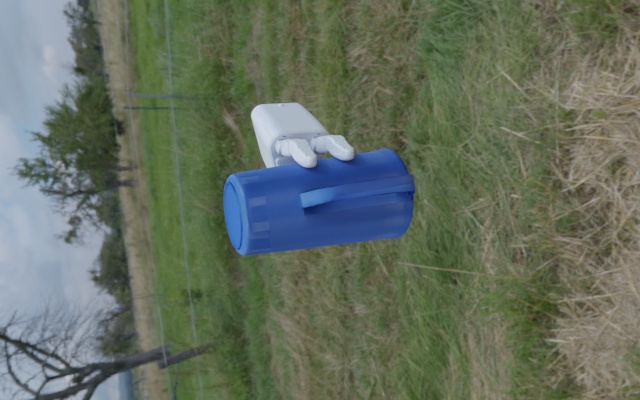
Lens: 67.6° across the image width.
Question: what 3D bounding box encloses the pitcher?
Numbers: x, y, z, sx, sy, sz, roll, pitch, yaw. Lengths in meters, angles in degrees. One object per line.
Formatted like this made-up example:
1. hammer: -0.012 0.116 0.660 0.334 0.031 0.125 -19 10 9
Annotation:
1. pitcher: 0.000 0.002 0.653 0.243 0.149 0.145 -8 41 -23
